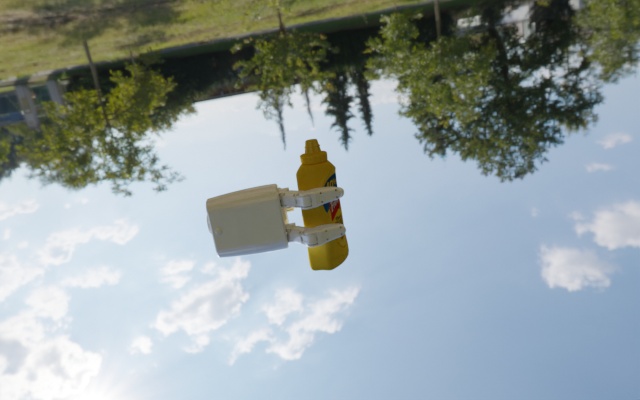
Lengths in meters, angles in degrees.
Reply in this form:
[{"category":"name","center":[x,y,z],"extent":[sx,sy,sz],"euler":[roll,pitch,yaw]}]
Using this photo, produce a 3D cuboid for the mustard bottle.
[{"category":"mustard bottle","center":[0.000,0.003,0.724],"extent":[0.058,0.192,0.096],"euler":[-4,16,21]}]
